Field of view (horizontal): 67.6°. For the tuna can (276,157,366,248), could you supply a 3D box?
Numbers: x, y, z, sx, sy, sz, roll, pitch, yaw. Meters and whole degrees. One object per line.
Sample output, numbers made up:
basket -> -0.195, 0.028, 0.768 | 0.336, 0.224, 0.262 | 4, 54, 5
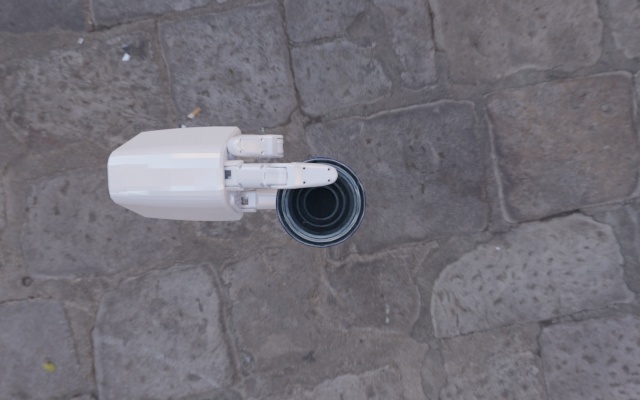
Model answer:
tuna can -> 0.000, 0.002, 0.456 | 0.086, 0.086, 0.034 | 0, 2, -2
